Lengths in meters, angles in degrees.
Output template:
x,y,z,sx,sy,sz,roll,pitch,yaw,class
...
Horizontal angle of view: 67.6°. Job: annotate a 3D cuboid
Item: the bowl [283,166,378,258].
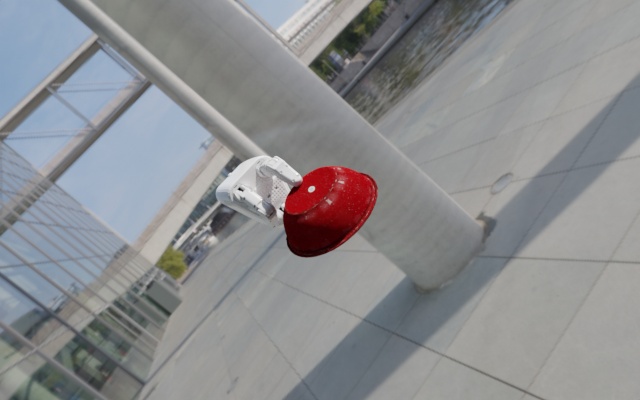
x,y,z,sx,sy,sz,roll,pitch,yaw,class
0.001,0.002,0.689,0.162,0.162,0.055,0,-41,48,bowl
